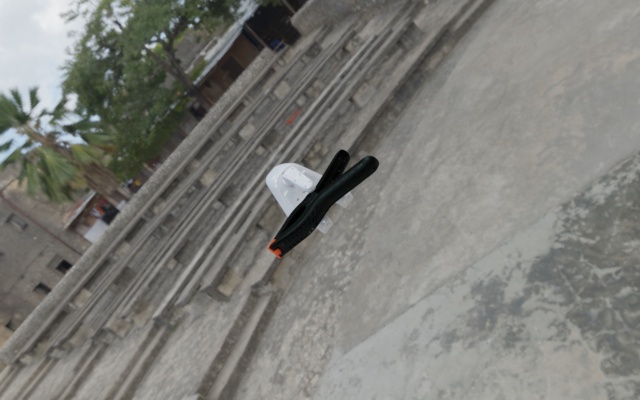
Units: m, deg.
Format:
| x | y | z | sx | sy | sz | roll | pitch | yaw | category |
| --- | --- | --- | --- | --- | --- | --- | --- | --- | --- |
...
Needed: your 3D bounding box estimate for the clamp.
| x | y | z | sx | sy | sz | roll | pitch | yaw | category |
| --- | --- | --- | --- | --- | --- | --- | --- | --- | --- |
| -0.001 | 0.002 | 0.725 | 0.036 | 0.210 | 0.164 | 42 | -8 | -15 | clamp |
